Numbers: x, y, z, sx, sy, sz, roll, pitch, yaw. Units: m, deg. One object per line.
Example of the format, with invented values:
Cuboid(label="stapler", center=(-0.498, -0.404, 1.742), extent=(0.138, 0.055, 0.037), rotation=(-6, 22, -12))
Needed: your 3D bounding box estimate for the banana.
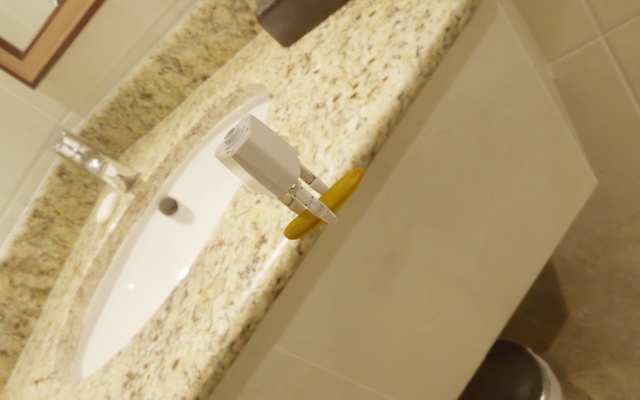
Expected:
Cuboid(label="banana", center=(-0.003, 0.015, 0.822), extent=(0.198, 0.037, 0.069), rotation=(-39, 22, 24))
